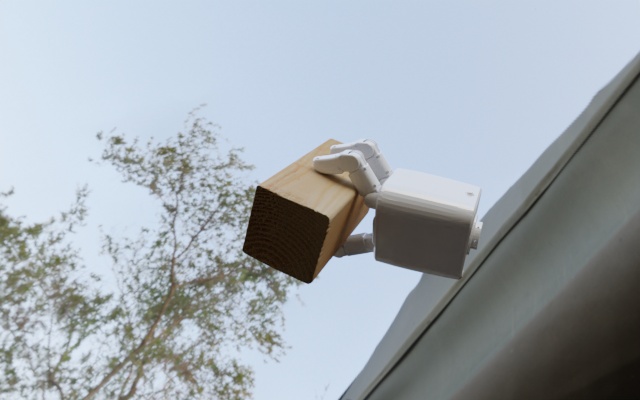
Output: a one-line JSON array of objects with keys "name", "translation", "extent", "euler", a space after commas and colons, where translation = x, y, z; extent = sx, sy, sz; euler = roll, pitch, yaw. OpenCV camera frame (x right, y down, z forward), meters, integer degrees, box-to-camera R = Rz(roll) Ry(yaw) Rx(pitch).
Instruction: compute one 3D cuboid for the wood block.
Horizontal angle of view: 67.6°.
[{"name": "wood block", "translation": [0.000, 0.002, 0.592], "extent": [0.090, 0.091, 0.206], "euler": [24, 28, 14]}]
